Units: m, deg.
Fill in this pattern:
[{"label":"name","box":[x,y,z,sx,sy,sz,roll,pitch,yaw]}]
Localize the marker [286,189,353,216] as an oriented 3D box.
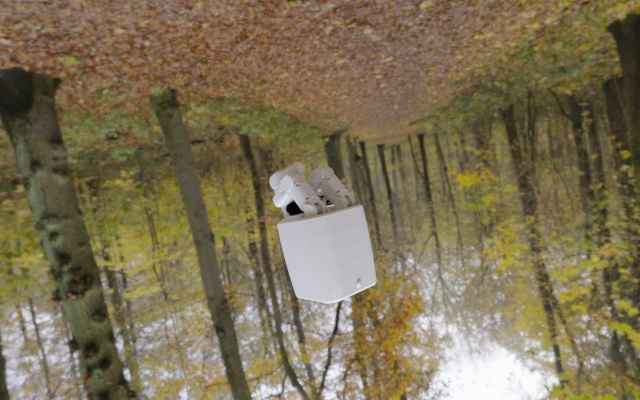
[{"label":"marker","box":[0.000,0.002,0.659,0.020,0.020,0.121,0,9,45]}]
